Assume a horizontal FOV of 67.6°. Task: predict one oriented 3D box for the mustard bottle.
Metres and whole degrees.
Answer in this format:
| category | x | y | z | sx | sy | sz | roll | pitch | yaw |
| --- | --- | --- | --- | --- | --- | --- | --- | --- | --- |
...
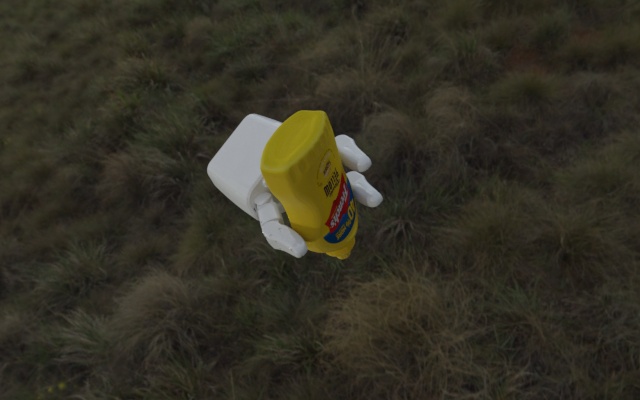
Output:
| category | x | y | z | sx | sy | sz | roll | pitch | yaw |
| --- | --- | --- | --- | --- | --- | --- | --- | --- | --- |
| mustard bottle | 0.000 | 0.002 | 0.534 | 0.058 | 0.096 | 0.192 | 6 | -40 | 28 |
